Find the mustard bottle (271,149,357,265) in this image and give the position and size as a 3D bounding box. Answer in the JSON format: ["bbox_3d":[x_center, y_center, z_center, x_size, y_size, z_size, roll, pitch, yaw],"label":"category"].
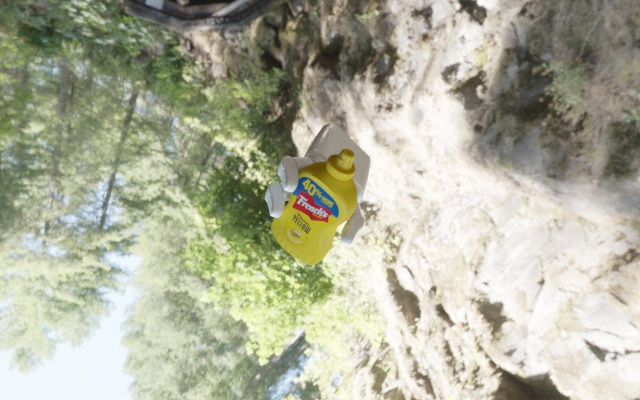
[{"bbox_3d":[0.000,0.003,0.687,0.096,0.192,0.058,42,39,15],"label":"mustard bottle"}]
